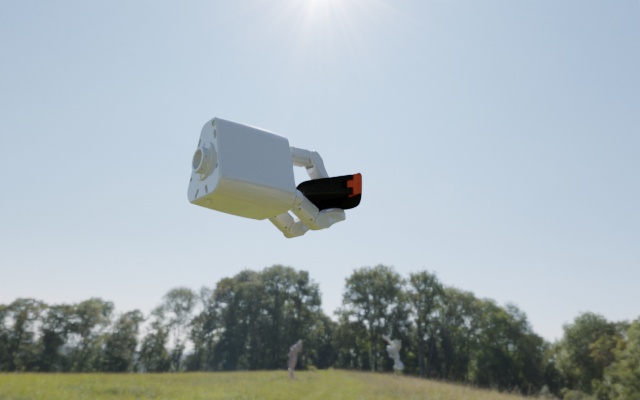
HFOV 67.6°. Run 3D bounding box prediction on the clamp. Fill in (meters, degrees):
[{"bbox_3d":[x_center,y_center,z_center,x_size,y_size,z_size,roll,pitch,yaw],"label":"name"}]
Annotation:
[{"bbox_3d":[0.000,0.001,0.687,0.164,0.036,0.210,12,-19,-37],"label":"clamp"}]
